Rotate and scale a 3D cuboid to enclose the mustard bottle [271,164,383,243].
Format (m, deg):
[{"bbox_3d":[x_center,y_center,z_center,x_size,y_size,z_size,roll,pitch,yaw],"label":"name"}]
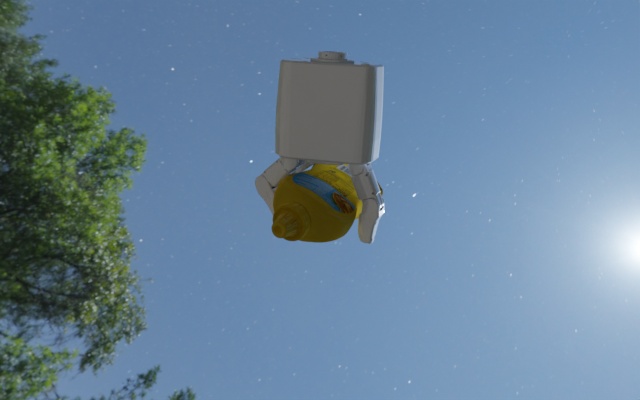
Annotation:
[{"bbox_3d":[0.000,0.002,0.562,0.096,0.058,0.191,35,29,13],"label":"mustard bottle"}]
